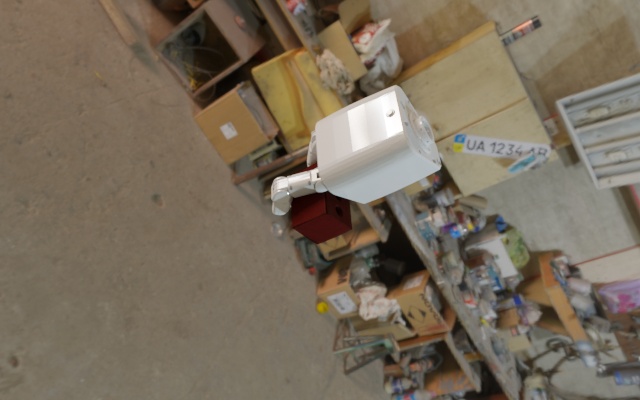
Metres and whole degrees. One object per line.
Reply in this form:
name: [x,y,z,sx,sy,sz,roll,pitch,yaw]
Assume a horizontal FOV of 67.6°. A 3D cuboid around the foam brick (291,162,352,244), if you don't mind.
foam brick: [0.000,0.002,0.569,0.051,0.078,0.053,-23,-36,27]
